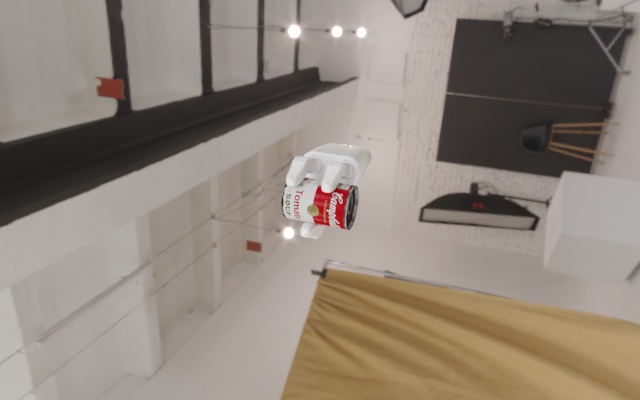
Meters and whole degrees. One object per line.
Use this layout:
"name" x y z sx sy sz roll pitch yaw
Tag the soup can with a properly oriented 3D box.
"soup can" 0.000 0.003 0.720 0.102 0.068 0.068 11 3 17
